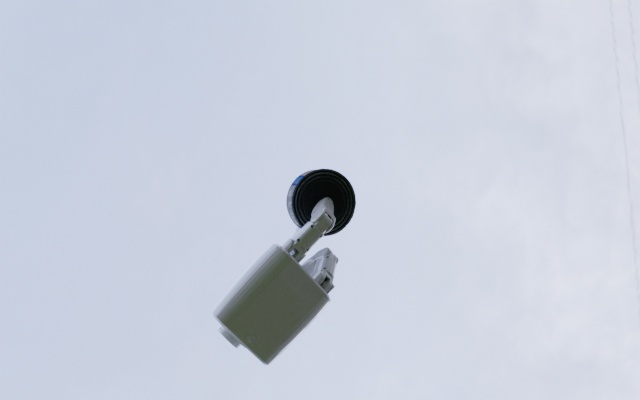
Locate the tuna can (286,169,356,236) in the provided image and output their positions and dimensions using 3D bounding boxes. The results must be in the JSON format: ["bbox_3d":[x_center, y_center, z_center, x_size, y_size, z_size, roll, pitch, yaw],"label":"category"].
[{"bbox_3d":[0.000,0.002,0.617,0.086,0.086,0.034,0,3,-20],"label":"tuna can"}]
